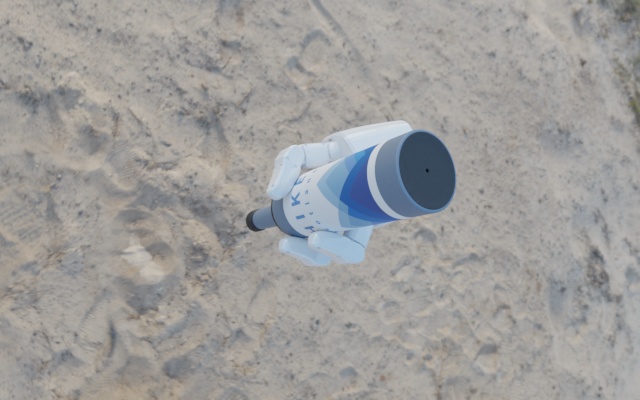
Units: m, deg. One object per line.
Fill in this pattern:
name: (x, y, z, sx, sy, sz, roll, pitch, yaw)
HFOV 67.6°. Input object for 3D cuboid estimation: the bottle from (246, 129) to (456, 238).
bottle: (0.000, 0.002, 0.486, 0.069, 0.069, 0.296, 0, -10, -35)
